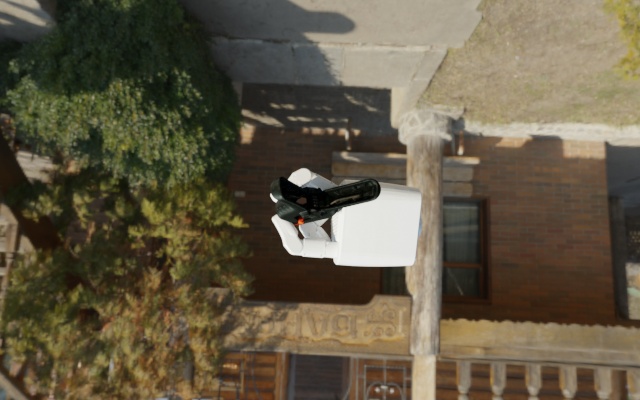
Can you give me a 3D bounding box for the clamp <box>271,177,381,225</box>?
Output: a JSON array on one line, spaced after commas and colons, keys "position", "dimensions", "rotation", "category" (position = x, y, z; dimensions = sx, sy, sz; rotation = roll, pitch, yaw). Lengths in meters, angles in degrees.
[{"position": [0.000, 0.003, 0.574], "dimensions": [0.120, 0.039, 0.171], "rotation": [4, -10, -5], "category": "clamp"}]
